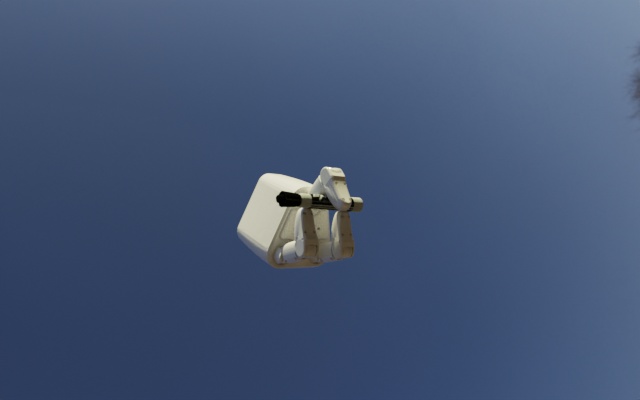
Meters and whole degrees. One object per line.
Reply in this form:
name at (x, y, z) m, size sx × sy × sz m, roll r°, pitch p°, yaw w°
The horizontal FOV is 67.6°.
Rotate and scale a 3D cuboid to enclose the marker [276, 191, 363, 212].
marker at (0.000, 0.002, 0.577) m, size 0.121 × 0.020 × 0.020 m, roll 4°, pitch -3°, yaw -35°
